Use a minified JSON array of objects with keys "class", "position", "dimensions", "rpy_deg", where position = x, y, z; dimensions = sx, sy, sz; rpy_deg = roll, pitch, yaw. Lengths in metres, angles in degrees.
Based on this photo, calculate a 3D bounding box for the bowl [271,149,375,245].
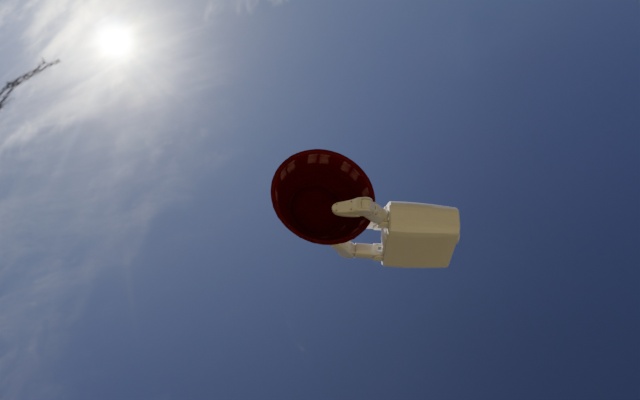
[{"class":"bowl","position":[-0.001,0.002,0.738],"dimensions":[0.162,0.162,0.055],"rpy_deg":[0,-26,-14]}]
